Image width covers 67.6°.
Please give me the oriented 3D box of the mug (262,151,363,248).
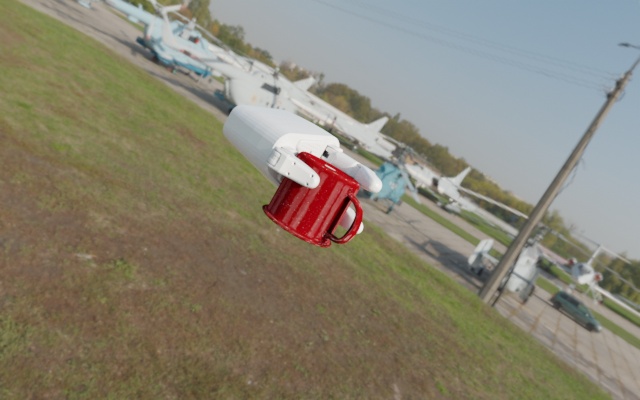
[{"bbox_3d":[0.001,0.002,0.547,0.117,0.081,0.093,37,11,35],"label":"mug"}]
